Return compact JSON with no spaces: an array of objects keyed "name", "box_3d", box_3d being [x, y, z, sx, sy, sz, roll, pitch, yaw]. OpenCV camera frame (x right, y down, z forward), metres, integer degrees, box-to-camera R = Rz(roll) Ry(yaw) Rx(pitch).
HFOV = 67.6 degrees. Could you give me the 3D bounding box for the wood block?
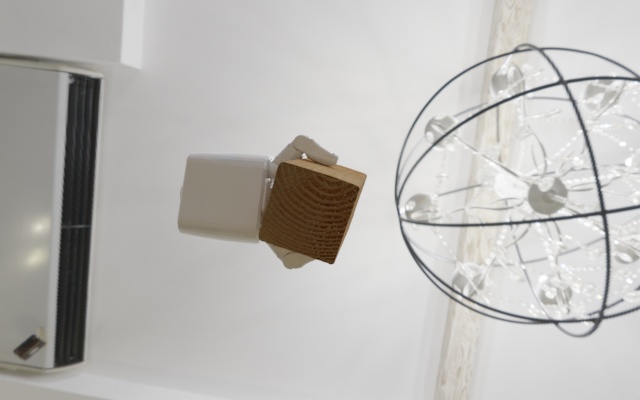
[{"name":"wood block","box_3d":[0.000,0.002,0.599,0.090,0.091,0.206,18,9,5]}]
